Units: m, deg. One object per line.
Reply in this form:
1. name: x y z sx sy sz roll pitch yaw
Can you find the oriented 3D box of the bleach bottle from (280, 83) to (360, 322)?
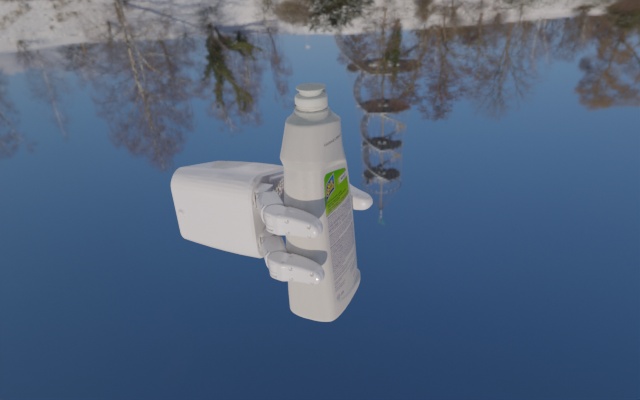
1. bleach bottle: 0.000 0.002 0.506 0.068 0.251 0.102 9 30 21
